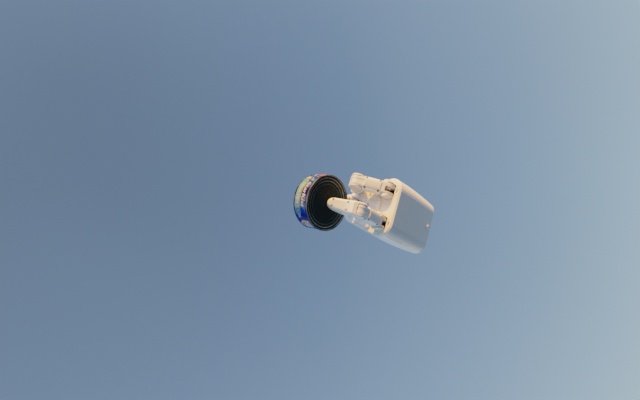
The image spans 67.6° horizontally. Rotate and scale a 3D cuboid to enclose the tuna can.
[{"bbox_3d":[0.000,0.002,0.731,0.086,0.086,0.034,0,5,-44],"label":"tuna can"}]
